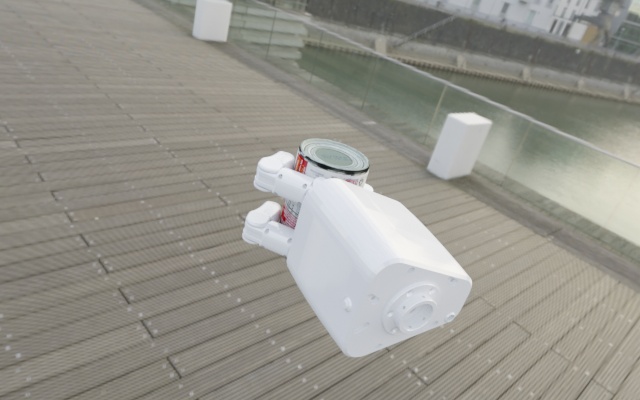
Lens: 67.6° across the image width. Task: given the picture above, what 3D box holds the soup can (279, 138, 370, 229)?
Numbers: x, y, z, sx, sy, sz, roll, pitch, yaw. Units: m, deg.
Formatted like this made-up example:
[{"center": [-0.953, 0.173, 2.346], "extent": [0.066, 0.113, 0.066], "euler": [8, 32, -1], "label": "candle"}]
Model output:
[{"center": [0.000, 0.001, 0.450], "extent": [0.068, 0.102, 0.068], "euler": [13, 27, -7], "label": "soup can"}]
